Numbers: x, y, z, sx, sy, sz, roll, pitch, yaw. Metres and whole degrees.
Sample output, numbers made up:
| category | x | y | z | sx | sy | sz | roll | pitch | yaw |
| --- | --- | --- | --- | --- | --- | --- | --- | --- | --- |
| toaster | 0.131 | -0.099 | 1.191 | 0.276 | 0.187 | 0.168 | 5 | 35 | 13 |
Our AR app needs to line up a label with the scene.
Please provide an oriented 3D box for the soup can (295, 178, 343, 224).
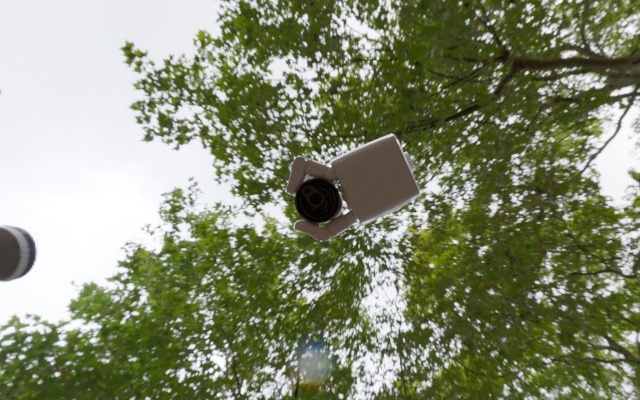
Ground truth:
| category | x | y | z | sx | sy | sz | roll | pitch | yaw |
| --- | --- | --- | --- | --- | --- | --- | --- | --- | --- |
| soup can | 0.000 | 0.003 | 0.752 | 0.068 | 0.068 | 0.102 | 0 | -3 | 5 |
